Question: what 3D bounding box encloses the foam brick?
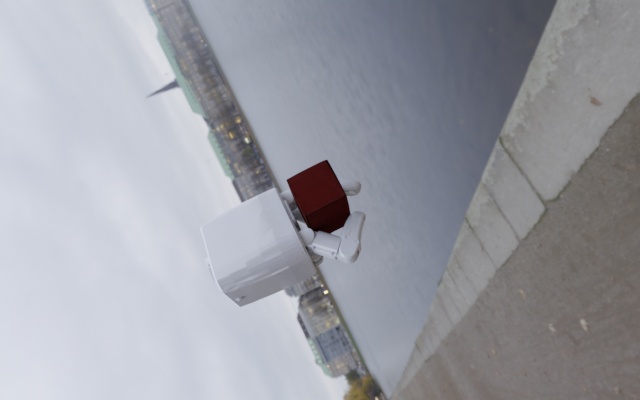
[{"bbox_3d":[0.000,0.002,0.547,0.051,0.053,0.078,-25,-27,-4],"label":"foam brick"}]
